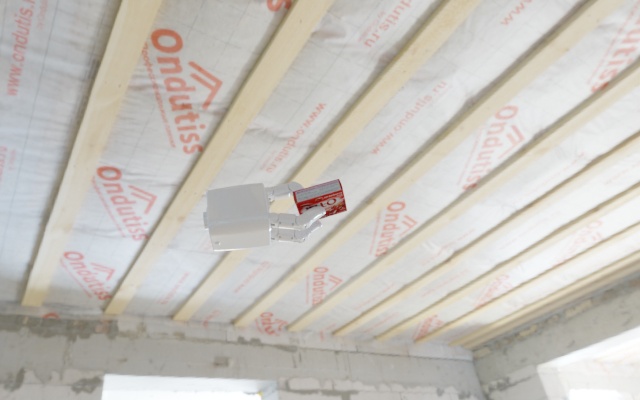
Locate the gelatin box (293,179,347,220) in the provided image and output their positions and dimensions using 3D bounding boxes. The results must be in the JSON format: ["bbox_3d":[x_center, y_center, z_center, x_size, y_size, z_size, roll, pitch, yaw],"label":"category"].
[{"bbox_3d":[0.000,0.002,0.870,0.089,0.030,0.073,-16,-34,0],"label":"gelatin box"}]
